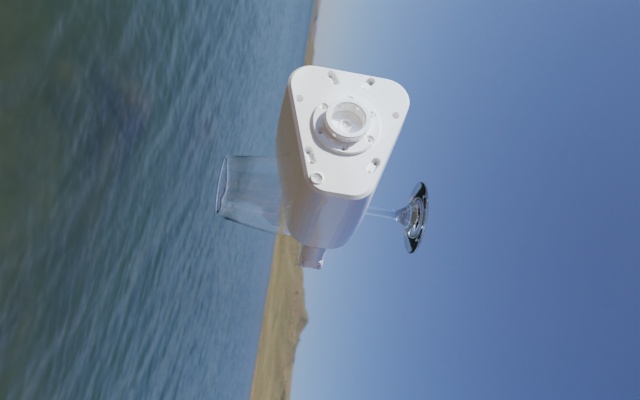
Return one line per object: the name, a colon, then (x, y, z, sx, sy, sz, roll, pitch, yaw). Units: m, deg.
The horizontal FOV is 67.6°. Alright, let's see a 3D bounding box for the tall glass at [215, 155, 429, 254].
tall glass: (0.001, 0.002, 0.479, 0.201, 0.079, 0.079, 9, -1, -4)
